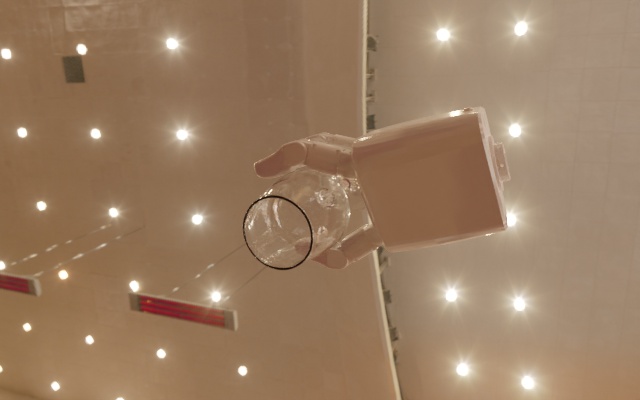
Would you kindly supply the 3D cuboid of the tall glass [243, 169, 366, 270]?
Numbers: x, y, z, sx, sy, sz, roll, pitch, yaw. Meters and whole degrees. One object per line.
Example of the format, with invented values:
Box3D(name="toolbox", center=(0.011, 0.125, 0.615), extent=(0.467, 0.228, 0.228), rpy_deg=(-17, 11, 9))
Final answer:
Box3D(name="tall glass", center=(0.000, 0.001, 0.465), extent=(0.079, 0.079, 0.201), rpy_deg=(0, 14, 21))
